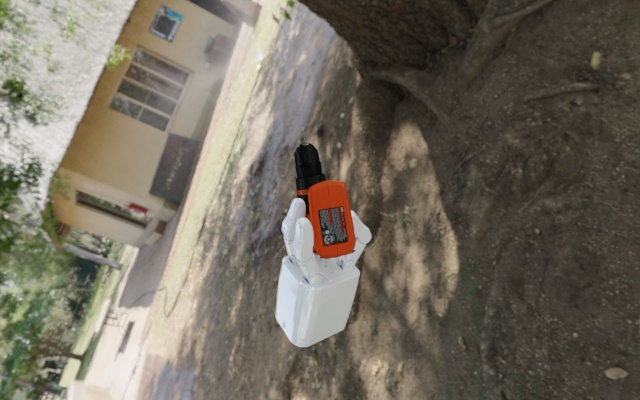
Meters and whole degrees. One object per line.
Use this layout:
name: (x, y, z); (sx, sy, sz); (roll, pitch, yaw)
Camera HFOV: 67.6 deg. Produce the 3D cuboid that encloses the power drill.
power drill: (0.000, 0.003, 0.722); (0.057, 0.184, 0.187); (-12, 7, -6)
